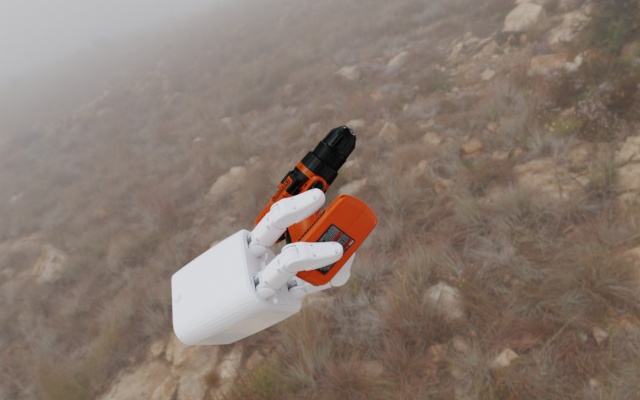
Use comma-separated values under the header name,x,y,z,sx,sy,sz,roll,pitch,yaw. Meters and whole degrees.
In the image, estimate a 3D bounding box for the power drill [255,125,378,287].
name,x,y,z,sx,sy,sz,roll,pitch,yaw
power drill,0.000,0.002,0.570,0.057,0.184,0.187,35,8,-23
